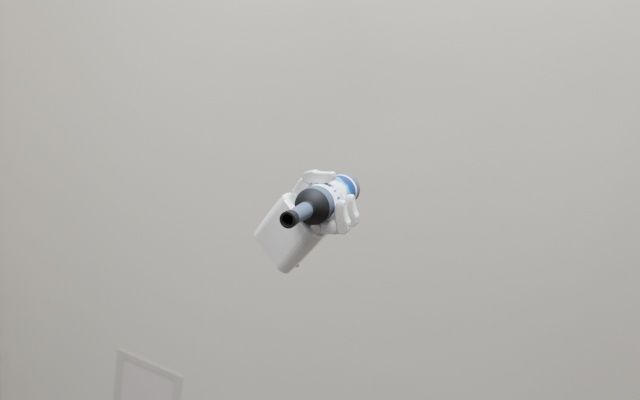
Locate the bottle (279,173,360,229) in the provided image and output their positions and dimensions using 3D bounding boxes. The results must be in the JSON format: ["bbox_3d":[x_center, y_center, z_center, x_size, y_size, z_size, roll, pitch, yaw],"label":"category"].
[{"bbox_3d":[0.000,0.003,0.860,0.069,0.069,0.295,0,11,20],"label":"bottle"}]
